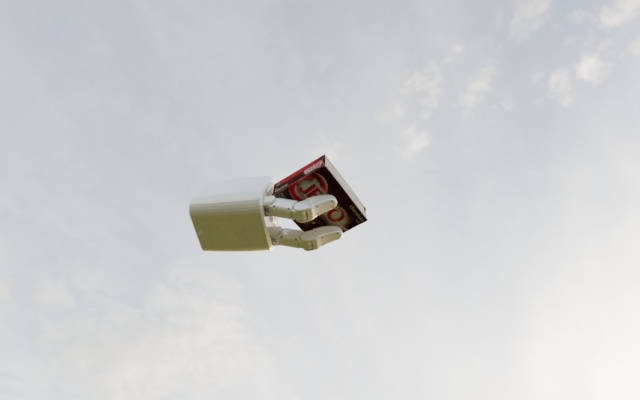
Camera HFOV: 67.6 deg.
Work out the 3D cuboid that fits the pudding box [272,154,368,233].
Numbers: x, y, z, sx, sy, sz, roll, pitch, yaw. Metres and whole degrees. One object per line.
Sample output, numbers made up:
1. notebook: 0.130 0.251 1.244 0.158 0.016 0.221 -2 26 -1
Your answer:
1. pudding box: 0.000 0.002 0.680 0.090 0.113 0.039 -29 31 21
